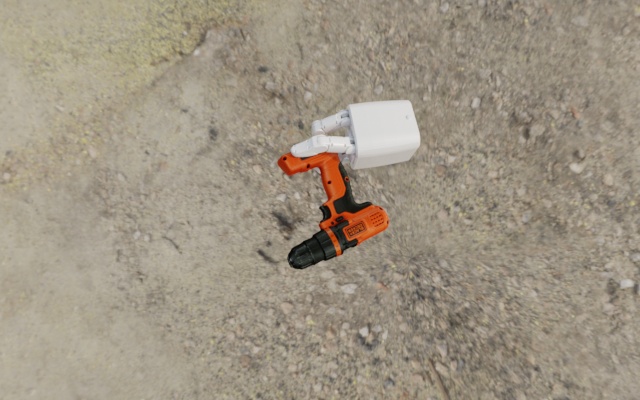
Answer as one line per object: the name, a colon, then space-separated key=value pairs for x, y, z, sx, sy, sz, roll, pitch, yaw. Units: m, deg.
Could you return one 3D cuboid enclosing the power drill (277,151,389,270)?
power drill: x=0.000 y=0.002 z=0.795 sx=0.184 sy=0.187 sz=0.057 roll=-25 pitch=-3 yaw=-17
